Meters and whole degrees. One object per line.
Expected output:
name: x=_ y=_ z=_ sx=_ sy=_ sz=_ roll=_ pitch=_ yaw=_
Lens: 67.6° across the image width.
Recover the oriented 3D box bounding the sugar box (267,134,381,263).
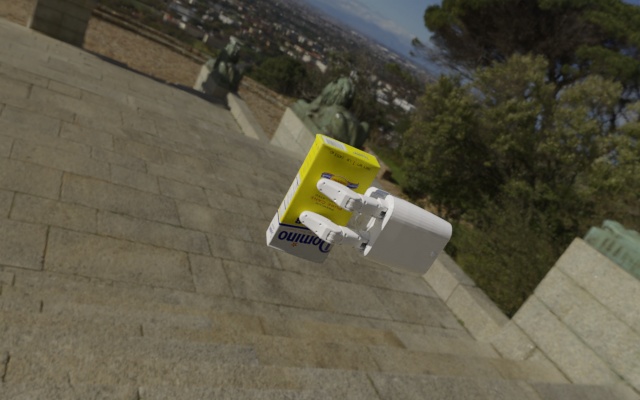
sugar box: x=0.000 y=0.002 z=0.677 sx=0.093 sy=0.176 sz=0.048 roll=21 pitch=22 yaw=-18
